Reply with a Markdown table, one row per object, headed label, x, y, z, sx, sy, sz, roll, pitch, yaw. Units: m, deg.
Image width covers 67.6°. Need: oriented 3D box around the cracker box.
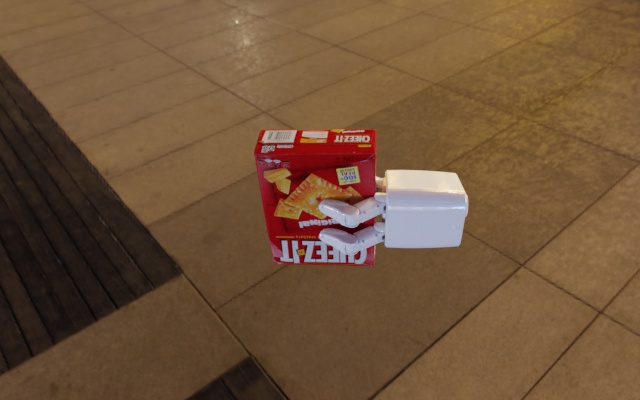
| label | x | y | z | sx | sy | sz | roll | pitch | yaw |
| --- | --- | --- | --- | --- | --- | --- | --- | --- | --- |
| cracker box | 0.000 | 0.002 | 0.703 | 0.164 | 0.214 | 0.072 | 1 | 39 | 6 |
